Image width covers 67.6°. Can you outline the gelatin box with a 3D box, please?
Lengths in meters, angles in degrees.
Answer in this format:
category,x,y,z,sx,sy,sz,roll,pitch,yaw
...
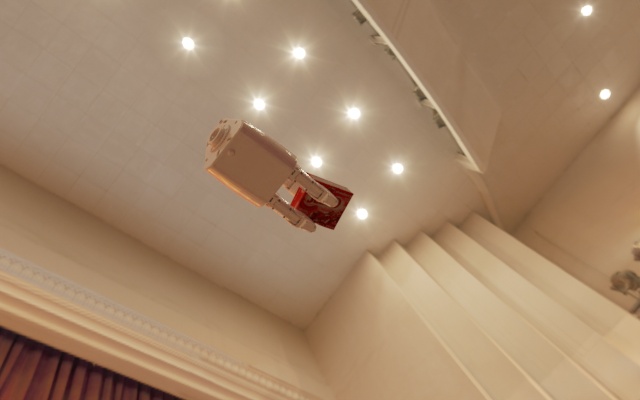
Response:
category,x,y,z,sx,sy,sz,roll,pitch,yaw
gelatin box,0.000,0.002,0.792,0.089,0.073,0.030,19,16,-33
